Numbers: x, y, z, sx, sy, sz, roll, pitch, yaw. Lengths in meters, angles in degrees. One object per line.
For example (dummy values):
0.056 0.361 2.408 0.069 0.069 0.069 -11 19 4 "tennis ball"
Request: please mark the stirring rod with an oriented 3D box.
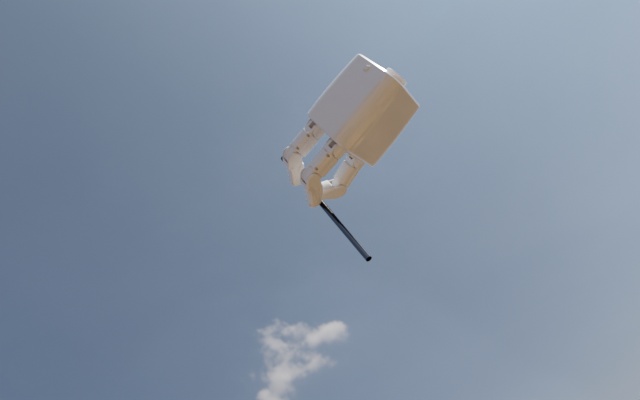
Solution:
0.000 0.002 0.643 0.011 0.011 0.239 0 34 -35 "stirring rod"
